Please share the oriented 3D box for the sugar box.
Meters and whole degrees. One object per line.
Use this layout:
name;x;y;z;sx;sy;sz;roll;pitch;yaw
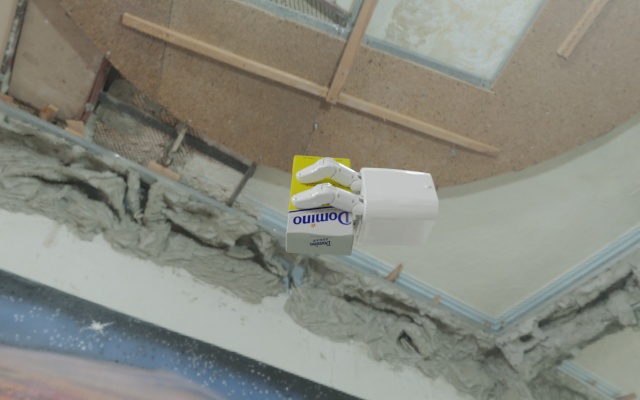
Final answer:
sugar box;0.000;0.002;0.709;0.093;0.048;0.176;3;39;-2
